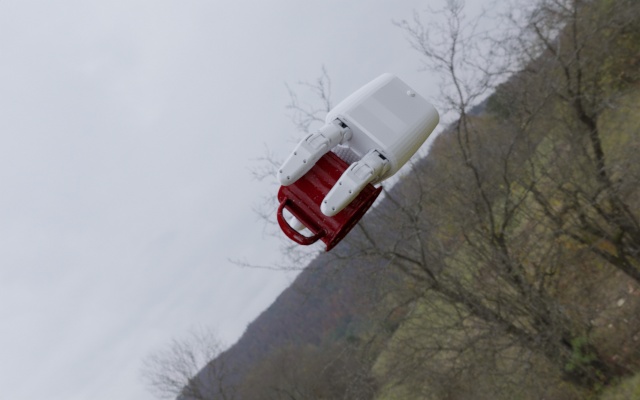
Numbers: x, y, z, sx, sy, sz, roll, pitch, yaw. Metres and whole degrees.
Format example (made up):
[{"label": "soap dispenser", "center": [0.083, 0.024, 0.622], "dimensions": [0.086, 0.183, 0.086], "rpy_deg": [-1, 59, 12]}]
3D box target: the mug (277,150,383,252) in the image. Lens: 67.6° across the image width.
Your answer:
[{"label": "mug", "center": [-0.001, 0.002, 0.515], "dimensions": [0.117, 0.081, 0.093], "rpy_deg": [-42, -12, -34]}]
